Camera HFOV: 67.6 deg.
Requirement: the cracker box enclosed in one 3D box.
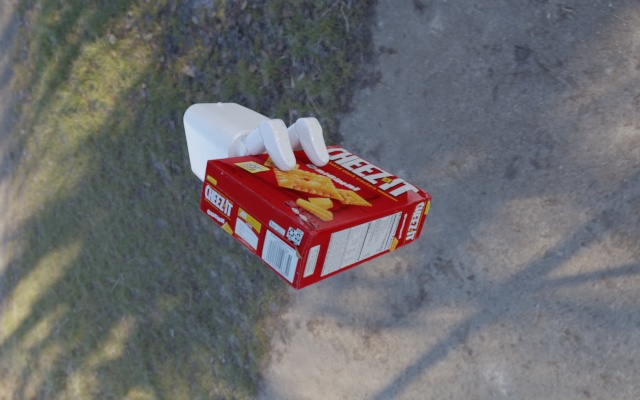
[{"bbox_3d":[0.000,0.002,0.545,0.164,0.072,0.213,33,31,34],"label":"cracker box"}]
